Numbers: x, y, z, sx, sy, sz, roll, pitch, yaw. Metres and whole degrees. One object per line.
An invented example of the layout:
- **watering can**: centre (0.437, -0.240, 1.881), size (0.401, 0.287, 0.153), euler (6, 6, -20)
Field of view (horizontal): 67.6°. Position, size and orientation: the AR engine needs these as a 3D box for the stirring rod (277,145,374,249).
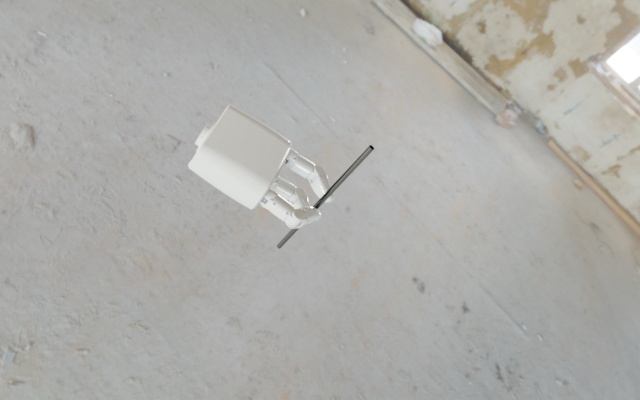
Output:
- **stirring rod**: centre (0.000, 0.002, 0.690), size (0.011, 0.011, 0.240), euler (0, -36, -43)
